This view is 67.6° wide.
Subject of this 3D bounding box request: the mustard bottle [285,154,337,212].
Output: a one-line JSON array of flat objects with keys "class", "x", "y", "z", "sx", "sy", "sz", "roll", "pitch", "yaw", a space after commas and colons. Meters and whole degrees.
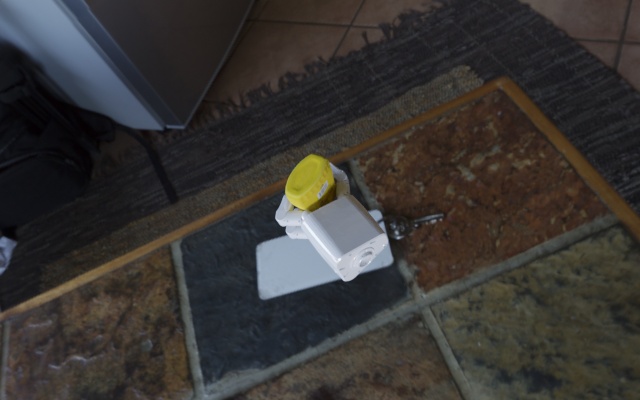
[{"class": "mustard bottle", "x": 0.000, "y": 0.003, "z": 0.899, "sx": 0.058, "sy": 0.096, "sz": 0.192, "roll": 21, "pitch": -22, "yaw": 28}]
